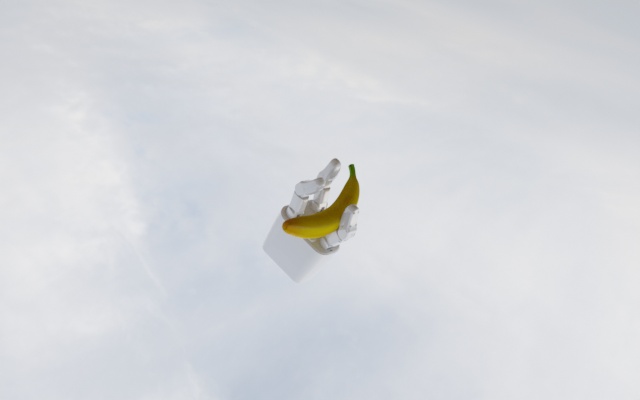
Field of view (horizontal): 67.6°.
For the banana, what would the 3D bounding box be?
[{"bbox_3d":[0.013,0.016,0.760,0.037,0.069,0.197,-29,10,46],"label":"banana"}]
